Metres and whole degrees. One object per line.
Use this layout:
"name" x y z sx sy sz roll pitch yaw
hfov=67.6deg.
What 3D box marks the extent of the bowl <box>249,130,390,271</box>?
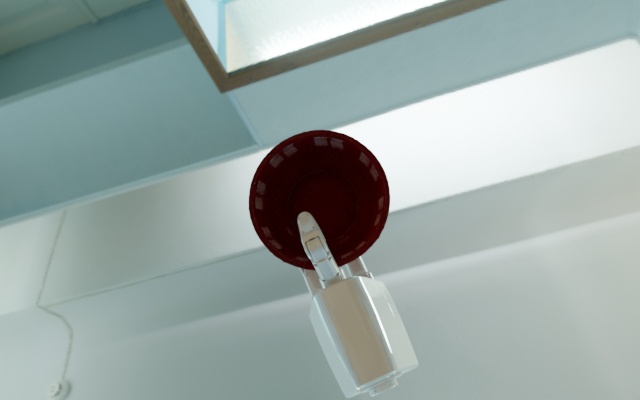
"bowl" 0.000 0.001 0.564 0.162 0.162 0.055 0 -9 6
